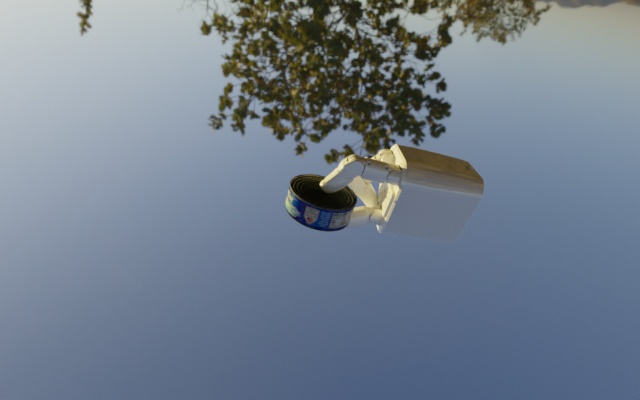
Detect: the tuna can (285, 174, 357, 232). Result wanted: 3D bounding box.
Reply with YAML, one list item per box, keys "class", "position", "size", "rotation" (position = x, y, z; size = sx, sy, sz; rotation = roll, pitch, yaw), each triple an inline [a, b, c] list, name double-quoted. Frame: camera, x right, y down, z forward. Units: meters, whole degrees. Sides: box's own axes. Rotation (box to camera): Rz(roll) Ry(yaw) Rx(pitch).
- class: "tuna can"
  position: [0.000, 0.002, 0.593]
  size: [0.086, 0.034, 0.086]
  rotation: [13, 27, -7]
